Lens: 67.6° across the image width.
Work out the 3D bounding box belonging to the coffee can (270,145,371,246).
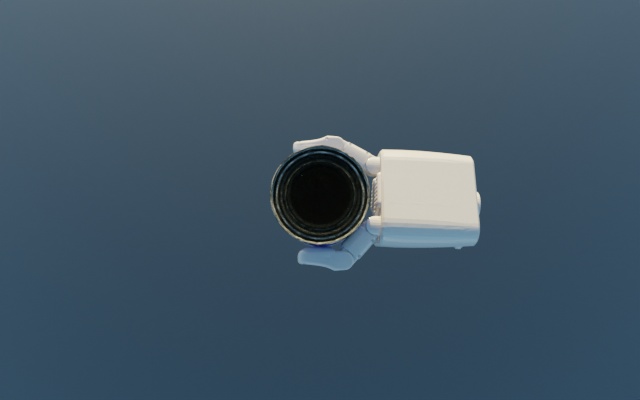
[{"bbox_3d":[0.000,0.002,0.552,0.103,0.103,0.140,0,-6,0],"label":"coffee can"}]
